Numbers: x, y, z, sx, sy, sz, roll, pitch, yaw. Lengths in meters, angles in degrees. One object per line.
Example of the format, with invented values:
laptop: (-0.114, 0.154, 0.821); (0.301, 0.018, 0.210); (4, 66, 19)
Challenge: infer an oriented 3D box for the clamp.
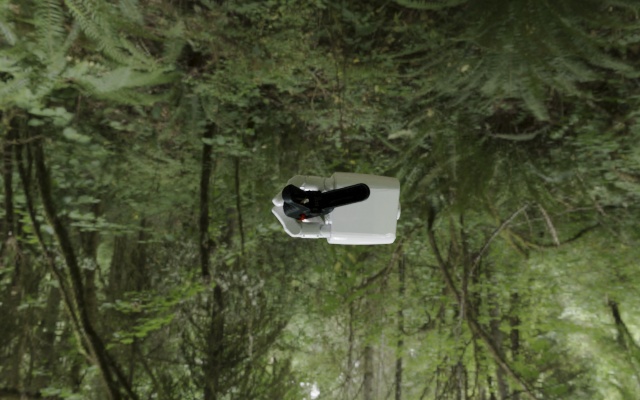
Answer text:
clamp: (0.000, 0.003, 0.696); (0.120, 0.039, 0.171); (3, -9, -7)
